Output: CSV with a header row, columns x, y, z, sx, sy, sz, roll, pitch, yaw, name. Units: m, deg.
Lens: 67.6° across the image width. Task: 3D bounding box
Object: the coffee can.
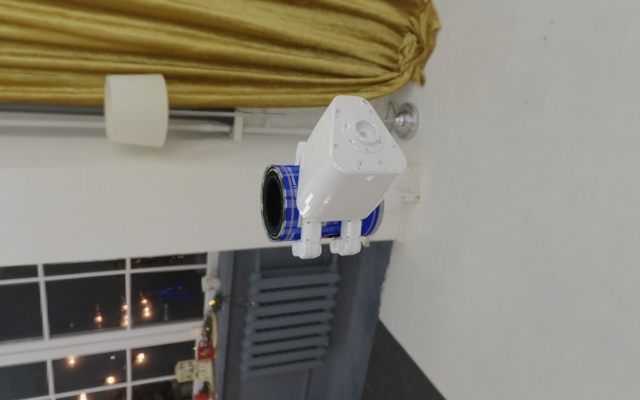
x,y,z,sx,sy,sz,roll,pitch,yaw,name
0.000,0.002,0.646,0.140,0.103,0.103,-2,1,-23,coffee can
